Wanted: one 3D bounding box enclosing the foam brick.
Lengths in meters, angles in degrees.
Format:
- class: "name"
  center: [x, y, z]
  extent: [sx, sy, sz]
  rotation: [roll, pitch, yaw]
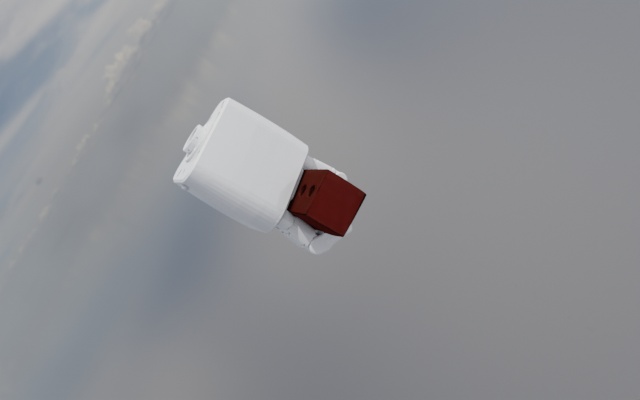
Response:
- class: "foam brick"
  center: [0.000, 0.002, 0.509]
  extent: [0.051, 0.053, 0.078]
  rotation: [32, -11, -23]
